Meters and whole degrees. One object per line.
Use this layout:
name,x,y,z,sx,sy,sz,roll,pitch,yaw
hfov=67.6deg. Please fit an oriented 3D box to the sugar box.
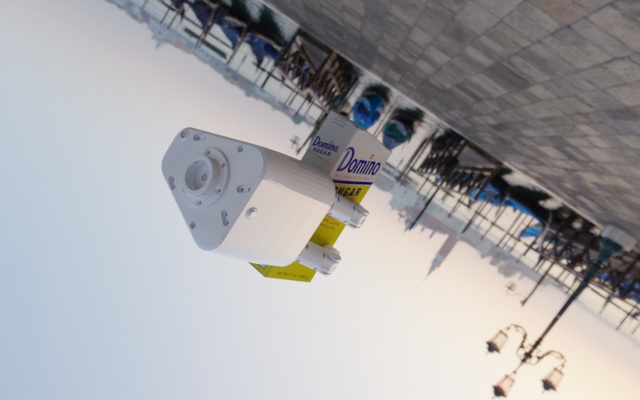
sugar box,0.000,0.002,0.506,0.048,0.176,0.093,38,9,30
